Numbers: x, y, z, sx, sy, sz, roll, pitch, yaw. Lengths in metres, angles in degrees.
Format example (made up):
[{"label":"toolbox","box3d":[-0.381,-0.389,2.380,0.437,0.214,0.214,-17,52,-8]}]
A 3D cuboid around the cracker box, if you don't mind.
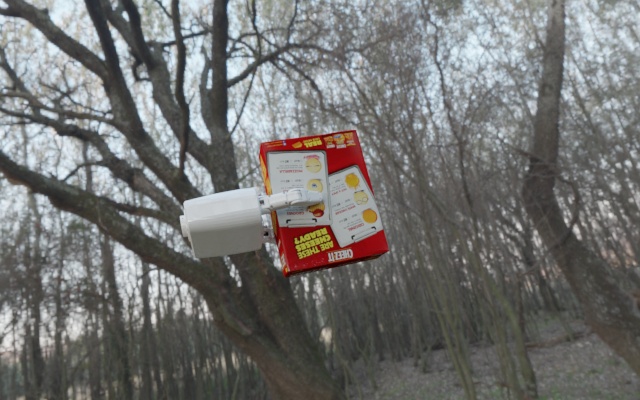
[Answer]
[{"label":"cracker box","box3d":[0.000,0.002,0.775,0.164,0.213,0.072,-10,-16,-13]}]
